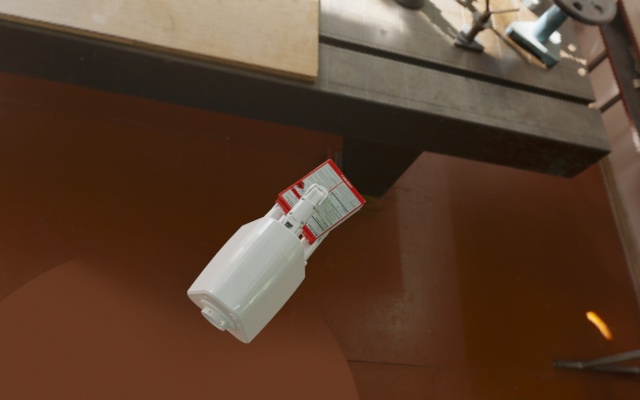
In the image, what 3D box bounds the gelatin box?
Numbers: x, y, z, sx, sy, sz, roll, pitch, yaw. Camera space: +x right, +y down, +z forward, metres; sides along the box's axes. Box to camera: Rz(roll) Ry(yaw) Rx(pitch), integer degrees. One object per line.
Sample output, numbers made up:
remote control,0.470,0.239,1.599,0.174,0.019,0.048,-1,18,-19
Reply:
gelatin box,0.000,0.002,0.604,0.089,0.073,0.030,-36,-9,-21
